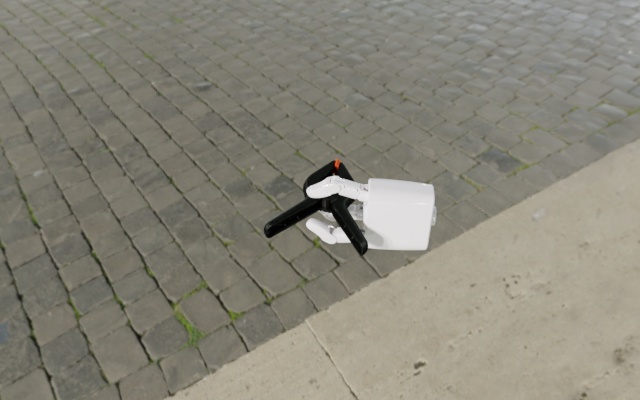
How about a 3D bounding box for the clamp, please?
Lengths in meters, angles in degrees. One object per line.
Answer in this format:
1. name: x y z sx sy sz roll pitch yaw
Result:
1. clamp: 0.000 0.002 0.803 0.164 0.036 0.209 6 43 2
